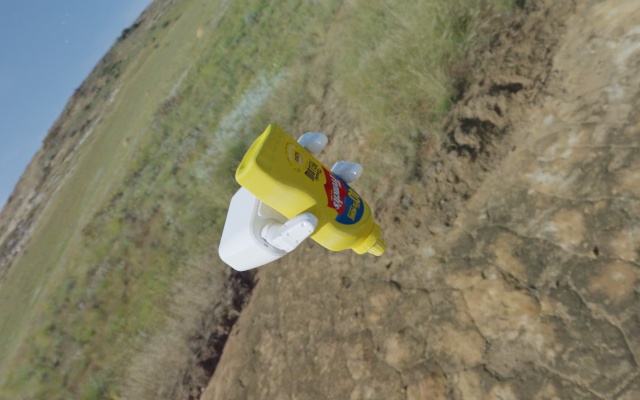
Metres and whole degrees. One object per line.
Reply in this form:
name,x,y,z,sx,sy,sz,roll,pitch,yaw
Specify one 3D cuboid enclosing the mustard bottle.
mustard bottle,0.000,0.001,0.536,0.058,0.192,0.096,-42,19,29
